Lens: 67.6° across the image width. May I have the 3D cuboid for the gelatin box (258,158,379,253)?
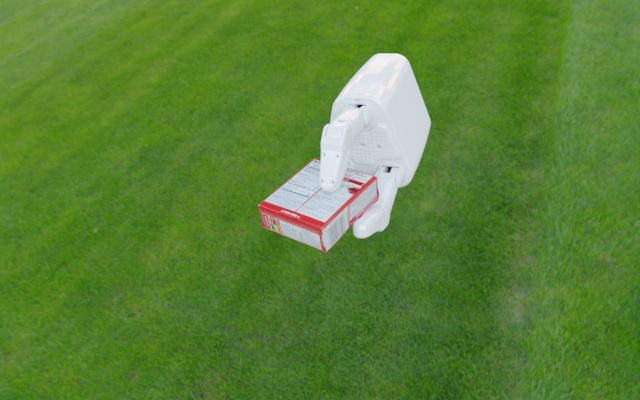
[{"bbox_3d":[0.000,0.001,0.436,0.073,0.030,0.089,19,44,33],"label":"gelatin box"}]
